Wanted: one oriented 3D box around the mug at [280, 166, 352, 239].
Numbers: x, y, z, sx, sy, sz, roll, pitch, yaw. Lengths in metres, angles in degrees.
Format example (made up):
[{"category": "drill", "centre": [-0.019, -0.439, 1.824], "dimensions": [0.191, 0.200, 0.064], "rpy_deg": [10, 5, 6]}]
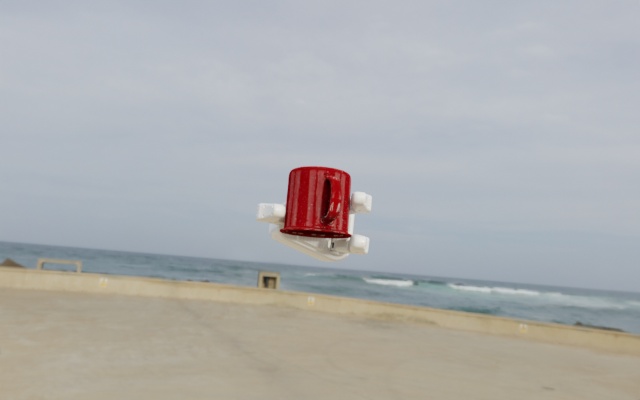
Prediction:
[{"category": "mug", "centre": [0.000, 0.002, 0.603], "dimensions": [0.093, 0.081, 0.117], "rpy_deg": [7, -10, -15]}]
